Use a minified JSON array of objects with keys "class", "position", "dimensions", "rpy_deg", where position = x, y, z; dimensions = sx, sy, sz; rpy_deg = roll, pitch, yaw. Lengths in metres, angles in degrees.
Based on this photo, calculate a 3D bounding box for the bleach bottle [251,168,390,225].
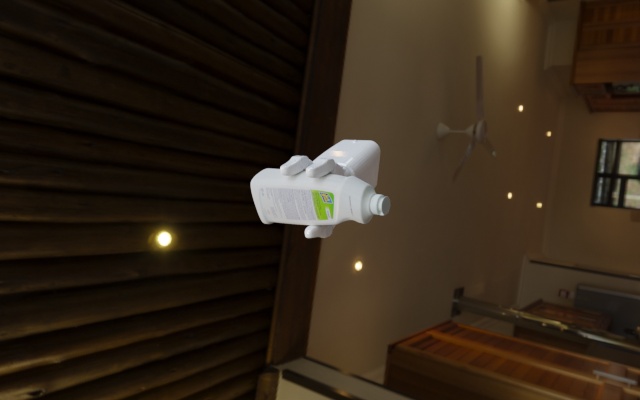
[{"class":"bleach bottle","position":[0.000,0.003,0.798],"dimensions":[0.251,0.103,0.068],"rpy_deg":[7,36,36]}]
